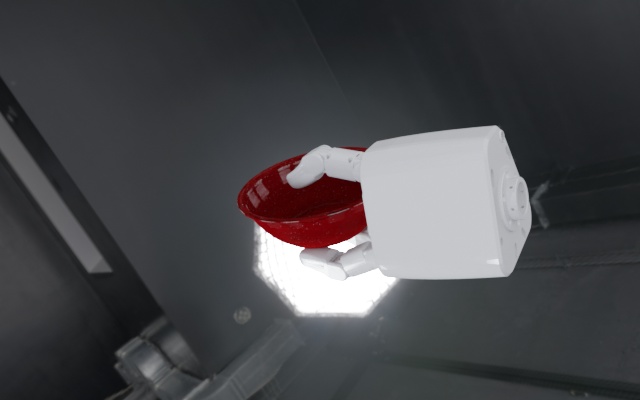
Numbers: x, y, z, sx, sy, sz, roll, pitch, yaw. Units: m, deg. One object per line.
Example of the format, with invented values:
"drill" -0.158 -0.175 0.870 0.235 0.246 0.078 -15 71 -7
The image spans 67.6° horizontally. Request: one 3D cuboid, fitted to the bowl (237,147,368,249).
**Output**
"bowl" -0.001 0.002 0.489 0.162 0.055 0.162 -11 26 6
